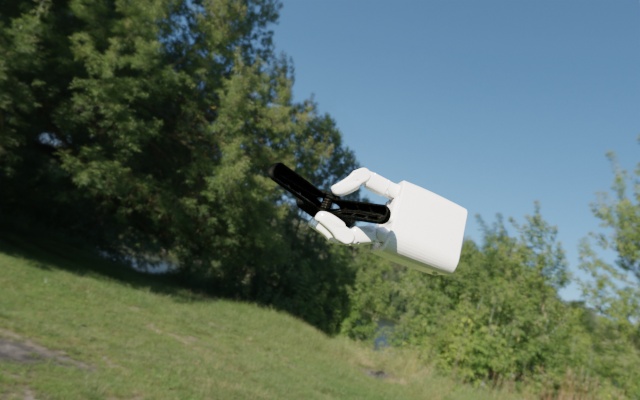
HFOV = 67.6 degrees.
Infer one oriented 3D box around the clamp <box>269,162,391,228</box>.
[{"bbox_3d":[0.001,0.002,0.688,0.164,0.036,0.210,25,-11,-4],"label":"clamp"}]
